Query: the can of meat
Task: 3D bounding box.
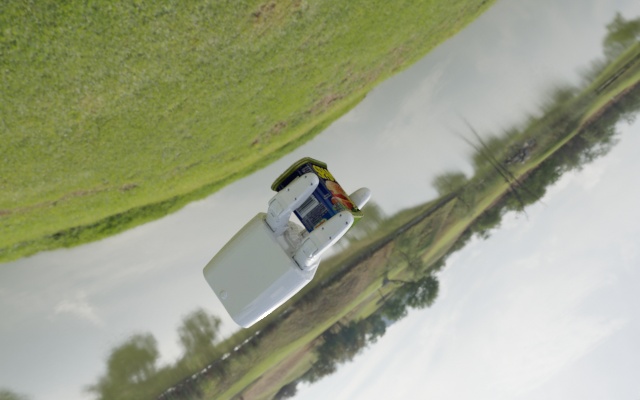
[{"bbox_3d":[0.000,0.002,0.562,0.057,0.084,0.102,-41,-13,12],"label":"can of meat"}]
